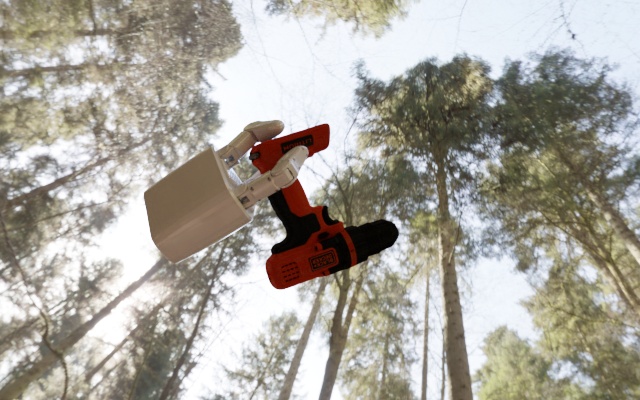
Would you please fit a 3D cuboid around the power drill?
[{"bbox_3d":[0.000,0.002,0.606,0.184,0.187,0.057,-19,5,-19],"label":"power drill"}]
